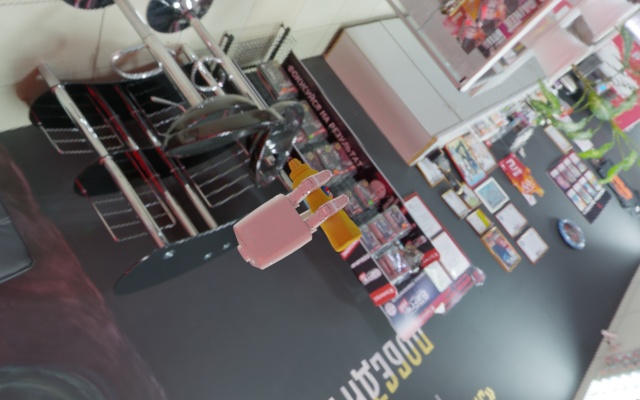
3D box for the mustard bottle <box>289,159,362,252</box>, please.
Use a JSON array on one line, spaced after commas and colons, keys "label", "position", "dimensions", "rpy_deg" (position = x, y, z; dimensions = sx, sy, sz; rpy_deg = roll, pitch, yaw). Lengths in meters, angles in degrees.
[{"label": "mustard bottle", "position": [0.001, 0.003, 0.890], "dimensions": [0.058, 0.191, 0.096], "rpy_deg": [-36, -9, 6]}]
